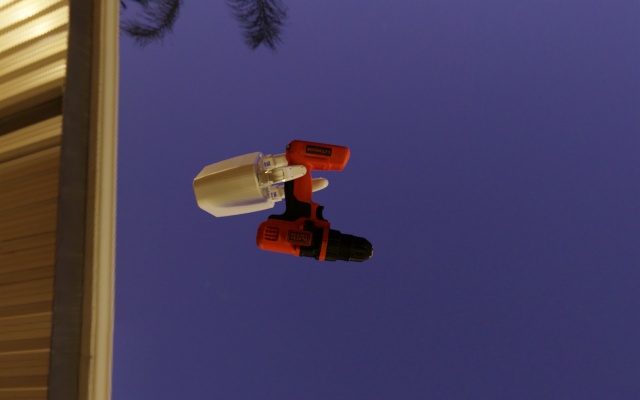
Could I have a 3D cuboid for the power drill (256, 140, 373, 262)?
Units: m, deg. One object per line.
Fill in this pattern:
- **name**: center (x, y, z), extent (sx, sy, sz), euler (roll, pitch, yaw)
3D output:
- **power drill**: center (0.000, 0.002, 0.768), extent (0.184, 0.187, 0.057), euler (9, -19, -3)
